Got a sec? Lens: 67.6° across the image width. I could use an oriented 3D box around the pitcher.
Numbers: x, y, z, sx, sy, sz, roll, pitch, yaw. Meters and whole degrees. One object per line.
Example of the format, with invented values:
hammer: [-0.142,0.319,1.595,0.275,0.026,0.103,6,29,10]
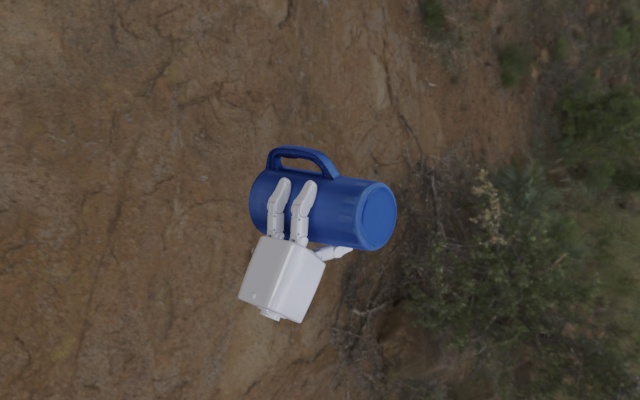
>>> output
pitcher: [0.000,0.003,0.806,0.243,0.145,0.149,8,-22,42]
